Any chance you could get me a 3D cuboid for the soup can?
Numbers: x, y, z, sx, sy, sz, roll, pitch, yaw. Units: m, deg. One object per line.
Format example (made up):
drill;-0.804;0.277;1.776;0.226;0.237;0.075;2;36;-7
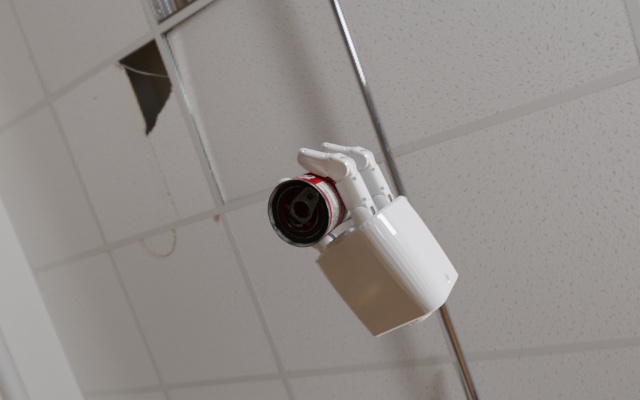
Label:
soup can;0.000;0.001;0.502;0.068;0.068;0.102;0;13;27
